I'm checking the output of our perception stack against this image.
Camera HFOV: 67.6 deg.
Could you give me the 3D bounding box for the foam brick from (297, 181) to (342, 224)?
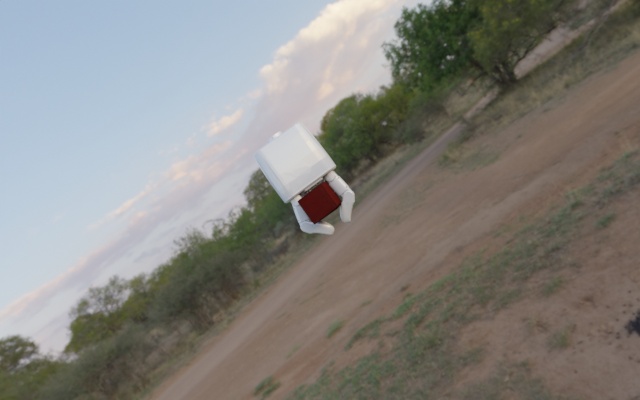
[{"bbox_3d":[0.000,0.003,0.840,0.053,0.051,0.078,-36,0,9],"label":"foam brick"}]
